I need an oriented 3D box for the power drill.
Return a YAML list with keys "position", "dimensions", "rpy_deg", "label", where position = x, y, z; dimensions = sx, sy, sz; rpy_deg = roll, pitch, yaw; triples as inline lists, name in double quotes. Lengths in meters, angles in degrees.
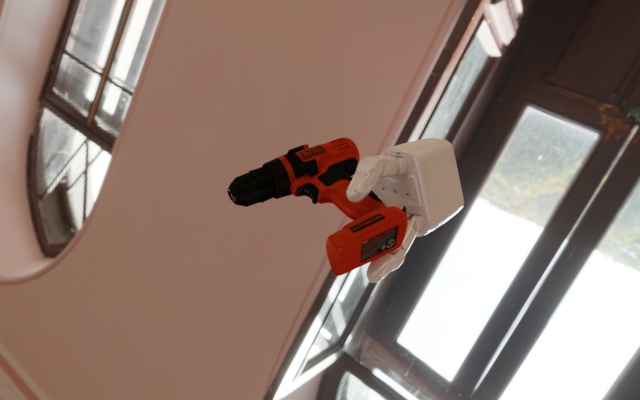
- position: [0.001, 0.002, 0.582]
  dimensions: [0.184, 0.057, 0.187]
  rpy_deg: [-23, 49, -19]
  label: "power drill"
